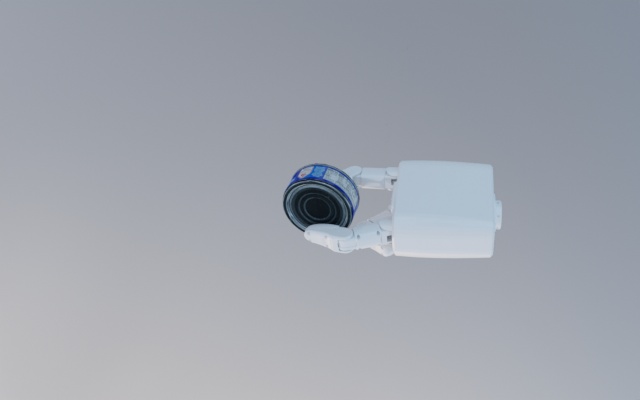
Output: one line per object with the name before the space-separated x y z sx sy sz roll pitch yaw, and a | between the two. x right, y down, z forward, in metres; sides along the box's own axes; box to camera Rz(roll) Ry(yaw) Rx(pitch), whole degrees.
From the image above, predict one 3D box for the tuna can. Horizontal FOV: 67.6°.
tuna can | 0.000 0.002 0.553 0.086 0.086 0.033 0 36 20
